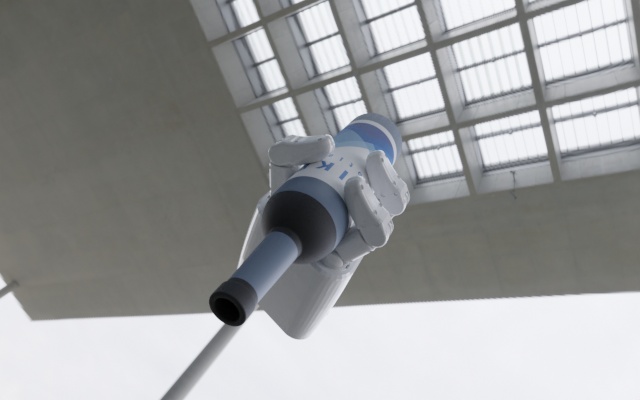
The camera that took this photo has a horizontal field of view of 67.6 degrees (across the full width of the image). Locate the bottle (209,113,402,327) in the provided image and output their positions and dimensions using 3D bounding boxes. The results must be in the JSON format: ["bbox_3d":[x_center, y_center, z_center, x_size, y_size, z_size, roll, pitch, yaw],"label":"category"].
[{"bbox_3d":[0.000,0.001,0.414,0.069,0.069,0.295,0,27,27],"label":"bottle"}]
